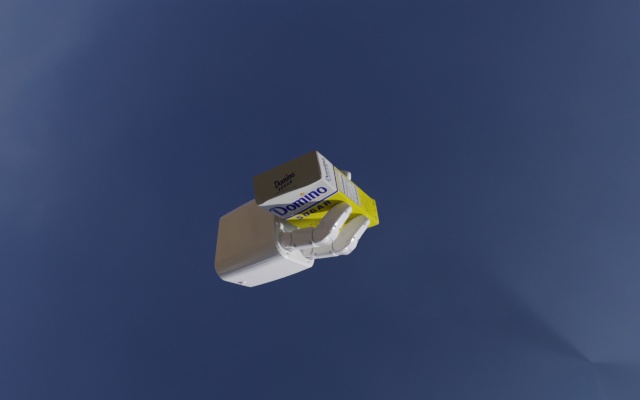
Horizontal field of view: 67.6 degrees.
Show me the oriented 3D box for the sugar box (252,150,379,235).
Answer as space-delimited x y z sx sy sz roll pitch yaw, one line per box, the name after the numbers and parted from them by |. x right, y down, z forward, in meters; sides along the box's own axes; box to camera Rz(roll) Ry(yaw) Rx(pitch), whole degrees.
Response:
0.000 0.003 0.623 0.093 0.048 0.176 -21 -26 22 | sugar box
